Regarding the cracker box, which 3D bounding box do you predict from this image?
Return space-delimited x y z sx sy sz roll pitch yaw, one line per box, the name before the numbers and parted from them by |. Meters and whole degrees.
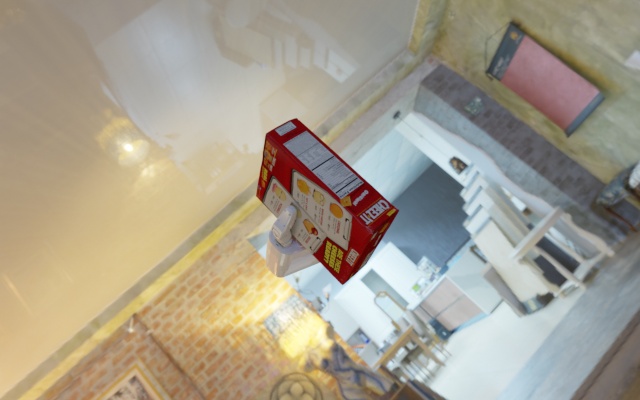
cracker box | 0.000 0.002 0.730 0.072 0.213 0.164 -36 -19 -31
